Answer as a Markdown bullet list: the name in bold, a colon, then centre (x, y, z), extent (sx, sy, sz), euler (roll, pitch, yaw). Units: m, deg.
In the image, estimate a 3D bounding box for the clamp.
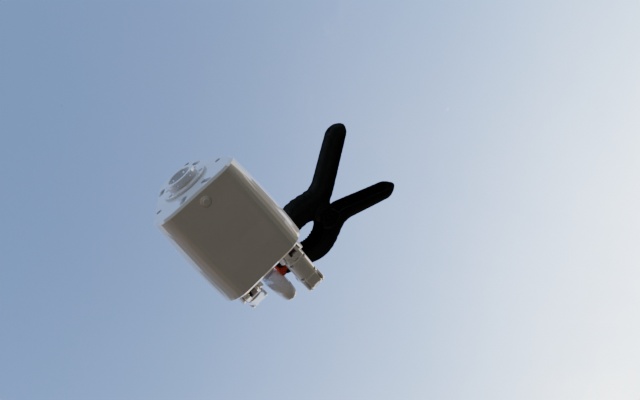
- **clamp**: centre (0.000, 0.002, 0.527), extent (0.171, 0.120, 0.039), euler (-45, 29, -14)
